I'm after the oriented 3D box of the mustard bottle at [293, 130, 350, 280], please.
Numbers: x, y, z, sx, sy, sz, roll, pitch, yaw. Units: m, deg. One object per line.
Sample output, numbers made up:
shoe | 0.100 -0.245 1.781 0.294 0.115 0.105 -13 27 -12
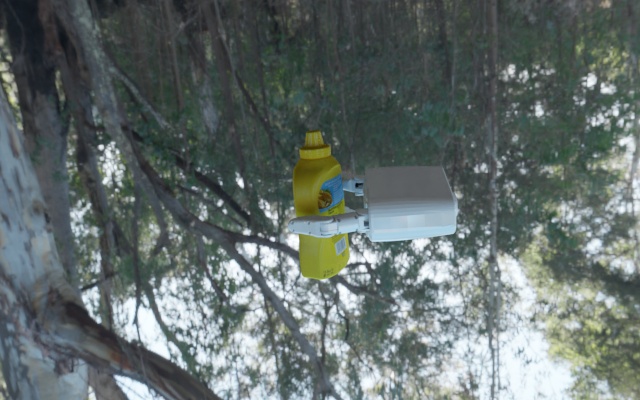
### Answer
mustard bottle | 0.000 0.002 0.643 0.058 0.192 0.096 3 18 28
